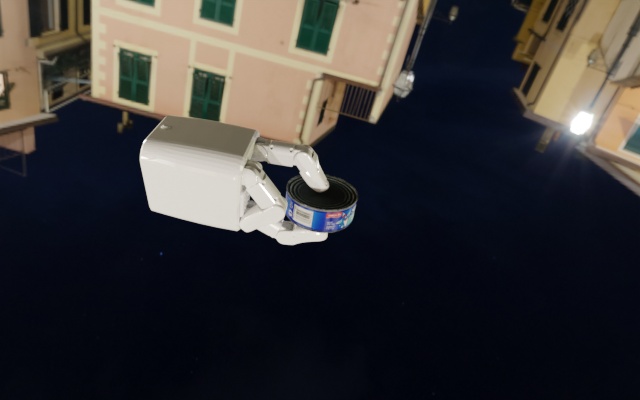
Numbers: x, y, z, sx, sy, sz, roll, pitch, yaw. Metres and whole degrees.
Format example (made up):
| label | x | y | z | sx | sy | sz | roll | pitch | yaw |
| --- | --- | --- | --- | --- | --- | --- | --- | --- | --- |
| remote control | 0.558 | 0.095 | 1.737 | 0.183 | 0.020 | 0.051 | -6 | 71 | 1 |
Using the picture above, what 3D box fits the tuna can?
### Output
| label | x | y | z | sx | sy | sz | roll | pitch | yaw |
| --- | --- | --- | --- | --- | --- | --- | --- | --- | --- |
| tuna can | 0.000 | 0.002 | 0.574 | 0.086 | 0.034 | 0.086 | 7 | 31 | -4 |
